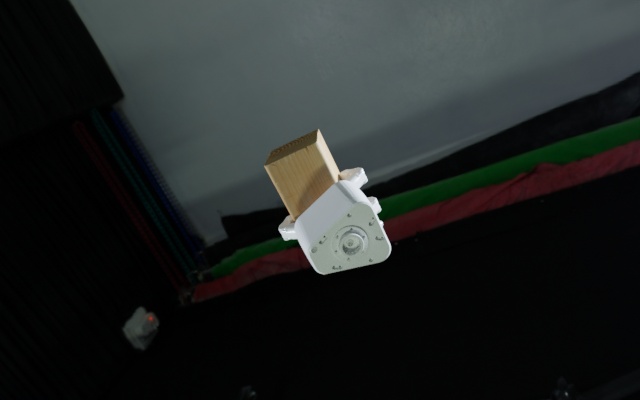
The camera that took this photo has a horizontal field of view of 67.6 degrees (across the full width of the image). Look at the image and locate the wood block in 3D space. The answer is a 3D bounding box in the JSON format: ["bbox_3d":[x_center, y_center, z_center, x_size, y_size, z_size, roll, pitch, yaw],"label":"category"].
[{"bbox_3d":[0.000,0.003,0.775,0.091,0.206,0.090,-23,19,10],"label":"wood block"}]
